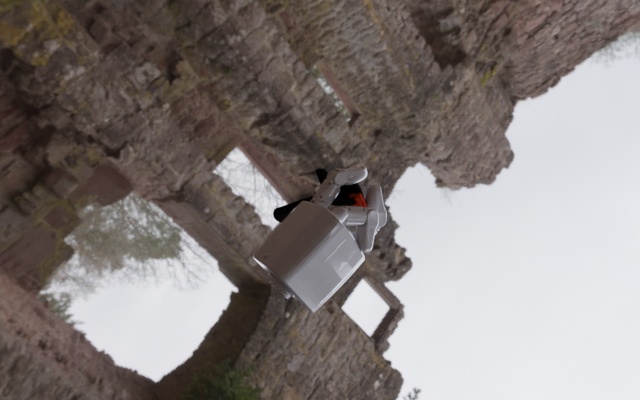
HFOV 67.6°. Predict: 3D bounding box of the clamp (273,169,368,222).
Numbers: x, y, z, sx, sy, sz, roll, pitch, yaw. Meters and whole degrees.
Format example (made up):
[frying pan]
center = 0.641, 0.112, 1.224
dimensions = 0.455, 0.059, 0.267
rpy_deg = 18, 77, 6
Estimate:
[clamp]
center = 0.001, 0.003, 0.721
dimensions = 0.039, 0.120, 0.171
rpy_deg = 50, -15, -25
